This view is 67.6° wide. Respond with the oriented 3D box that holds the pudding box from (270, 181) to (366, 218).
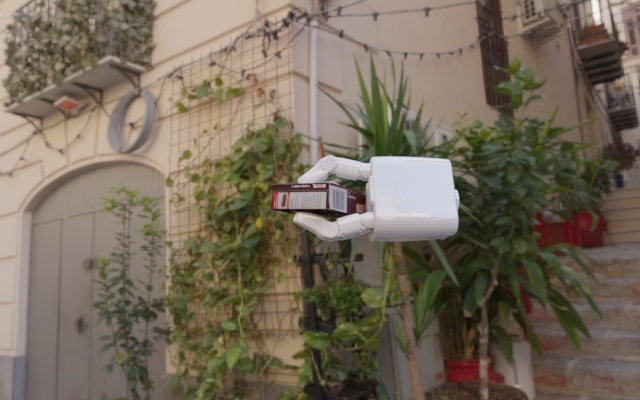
[{"bbox_3d":[0.000,0.002,0.649,0.090,0.039,0.113,-2,-10,29],"label":"pudding box"}]
